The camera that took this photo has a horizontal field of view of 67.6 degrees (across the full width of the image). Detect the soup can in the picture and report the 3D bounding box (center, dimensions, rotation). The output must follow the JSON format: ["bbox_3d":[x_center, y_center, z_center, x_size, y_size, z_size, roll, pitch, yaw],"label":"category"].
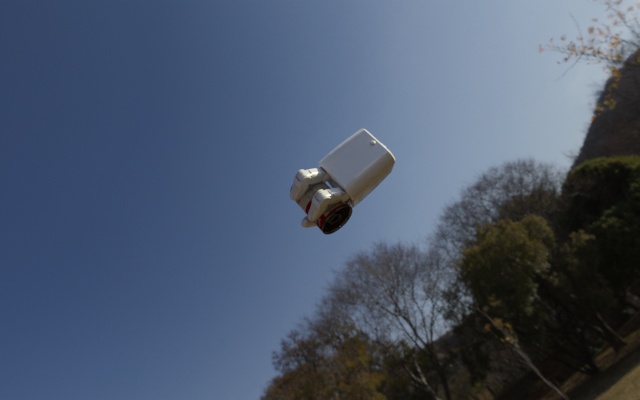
[{"bbox_3d":[0.000,0.003,0.868,0.102,0.068,0.068,47,26,27],"label":"soup can"}]
